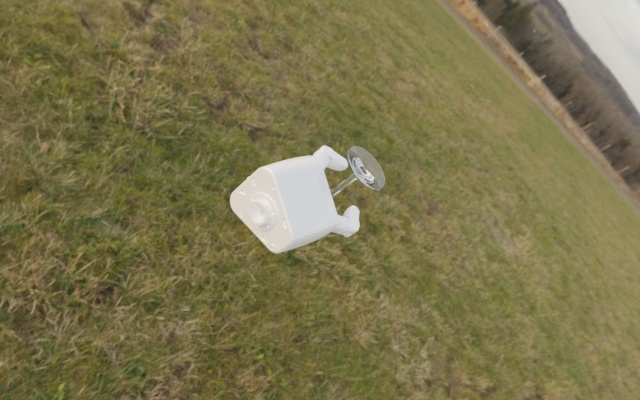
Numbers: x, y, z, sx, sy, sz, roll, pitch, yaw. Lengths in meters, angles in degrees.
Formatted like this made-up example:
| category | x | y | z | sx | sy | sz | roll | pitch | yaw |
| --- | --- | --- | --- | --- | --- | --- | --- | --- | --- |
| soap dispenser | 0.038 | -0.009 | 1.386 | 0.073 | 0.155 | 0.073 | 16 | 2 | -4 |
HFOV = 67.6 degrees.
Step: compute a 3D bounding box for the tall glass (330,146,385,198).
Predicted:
| category | x | y | z | sx | sy | sz | roll | pitch | yaw |
| --- | --- | --- | --- | --- | --- | --- | --- | --- | --- |
| tall glass | 0.001 | 0.002 | 0.736 | 0.201 | 0.079 | 0.079 | -37 | -23 | 34 |
